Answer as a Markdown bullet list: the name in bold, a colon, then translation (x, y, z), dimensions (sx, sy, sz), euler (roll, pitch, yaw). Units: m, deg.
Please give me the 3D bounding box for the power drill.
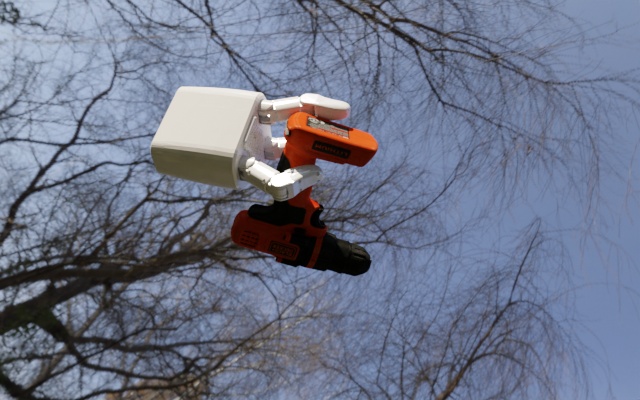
- **power drill**: translation (0.000, 0.001, 0.575), dimensions (0.184, 0.188, 0.057), euler (16, 26, -11)
